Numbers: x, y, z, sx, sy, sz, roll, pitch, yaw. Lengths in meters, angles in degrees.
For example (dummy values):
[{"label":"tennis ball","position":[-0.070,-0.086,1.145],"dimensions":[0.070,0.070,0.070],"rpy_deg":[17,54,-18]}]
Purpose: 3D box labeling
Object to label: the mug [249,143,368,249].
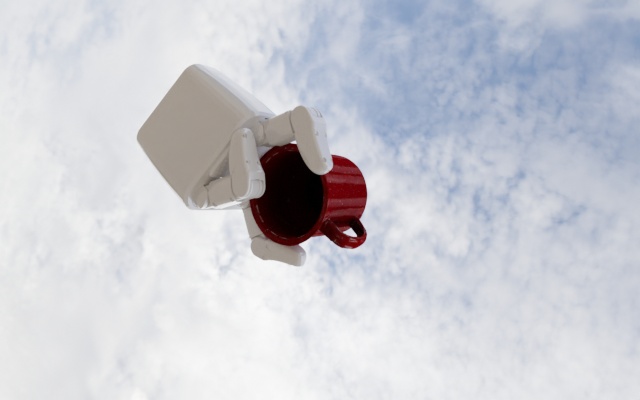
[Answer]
[{"label":"mug","position":[0.001,0.002,0.456],"dimensions":[0.117,0.093,0.081],"rpy_deg":[44,24,27]}]
